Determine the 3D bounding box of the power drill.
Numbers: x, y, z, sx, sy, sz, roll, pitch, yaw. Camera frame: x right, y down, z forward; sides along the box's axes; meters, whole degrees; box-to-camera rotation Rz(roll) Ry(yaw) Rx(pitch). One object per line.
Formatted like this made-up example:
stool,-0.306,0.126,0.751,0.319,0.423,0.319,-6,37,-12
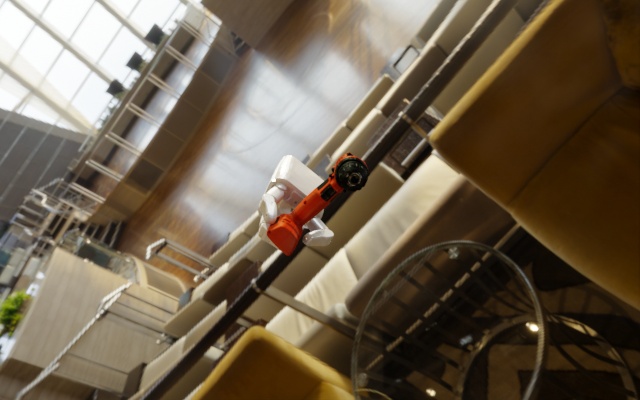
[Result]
power drill,0.000,0.003,0.758,0.187,0.057,0.184,-42,5,7
